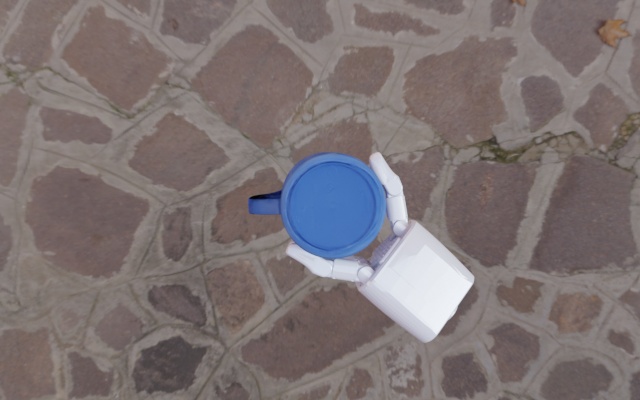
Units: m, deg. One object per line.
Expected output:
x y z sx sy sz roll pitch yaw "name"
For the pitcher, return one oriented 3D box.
0.000 0.002 0.593 0.145 0.149 0.243 43 1 -2 "pitcher"
